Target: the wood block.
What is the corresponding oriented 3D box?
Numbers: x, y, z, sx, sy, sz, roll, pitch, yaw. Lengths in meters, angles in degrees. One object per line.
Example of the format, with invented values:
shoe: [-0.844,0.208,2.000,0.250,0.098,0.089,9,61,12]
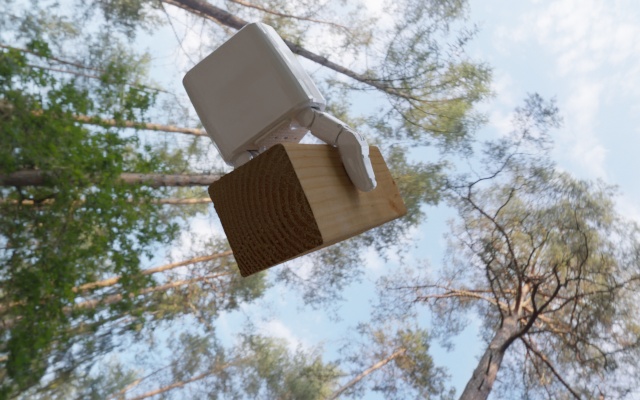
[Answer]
wood block: [0.000,0.001,0.482,0.091,0.090,0.206,-27,-8,28]
